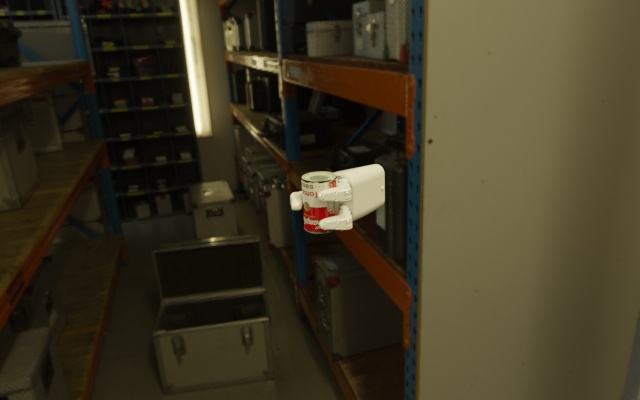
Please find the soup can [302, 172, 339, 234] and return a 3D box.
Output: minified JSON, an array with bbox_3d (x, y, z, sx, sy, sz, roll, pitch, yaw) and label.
[{"bbox_3d":[0.000,0.003,0.898,0.068,0.102,0.068,-3,19,1],"label":"soup can"}]
